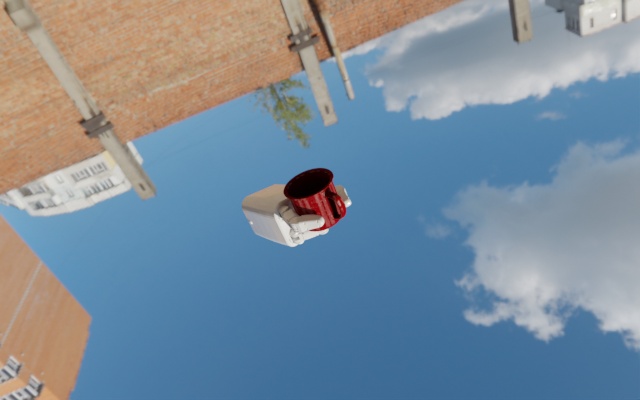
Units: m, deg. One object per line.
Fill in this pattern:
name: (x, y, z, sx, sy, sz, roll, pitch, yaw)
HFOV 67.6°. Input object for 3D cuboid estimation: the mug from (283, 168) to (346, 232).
mug: (0.001, 0.003, 0.844, 0.117, 0.081, 0.093, 12, 46, 43)
